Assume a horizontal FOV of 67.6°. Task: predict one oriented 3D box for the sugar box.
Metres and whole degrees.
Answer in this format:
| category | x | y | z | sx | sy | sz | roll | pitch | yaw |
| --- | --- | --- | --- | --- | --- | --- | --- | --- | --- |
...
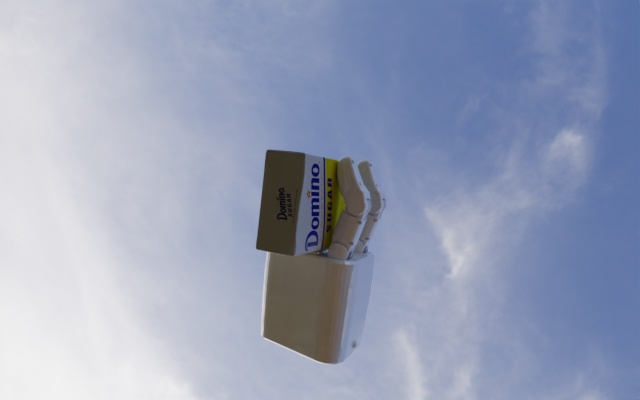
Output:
| category | x | y | z | sx | sy | sz | roll | pitch | yaw |
| --- | --- | --- | --- | --- | --- | --- | --- | --- | --- |
| sugar box | 0.001 | 0.002 | 0.494 | 0.048 | 0.093 | 0.176 | 8 | 4 | 21 |
